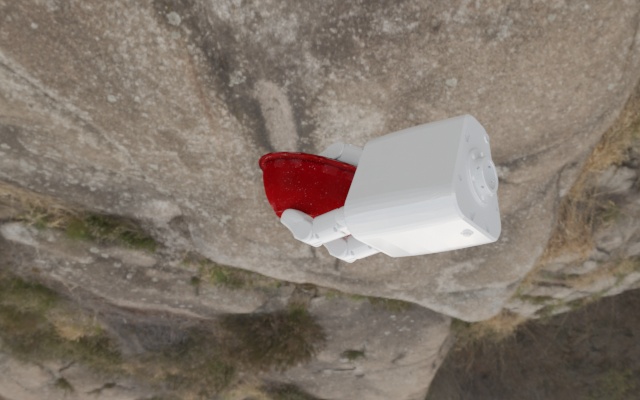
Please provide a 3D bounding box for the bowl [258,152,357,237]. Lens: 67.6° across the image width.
[{"bbox_3d":[-0.001,0.002,0.545,0.162,0.055,0.162,14,-14,4],"label":"bowl"}]
